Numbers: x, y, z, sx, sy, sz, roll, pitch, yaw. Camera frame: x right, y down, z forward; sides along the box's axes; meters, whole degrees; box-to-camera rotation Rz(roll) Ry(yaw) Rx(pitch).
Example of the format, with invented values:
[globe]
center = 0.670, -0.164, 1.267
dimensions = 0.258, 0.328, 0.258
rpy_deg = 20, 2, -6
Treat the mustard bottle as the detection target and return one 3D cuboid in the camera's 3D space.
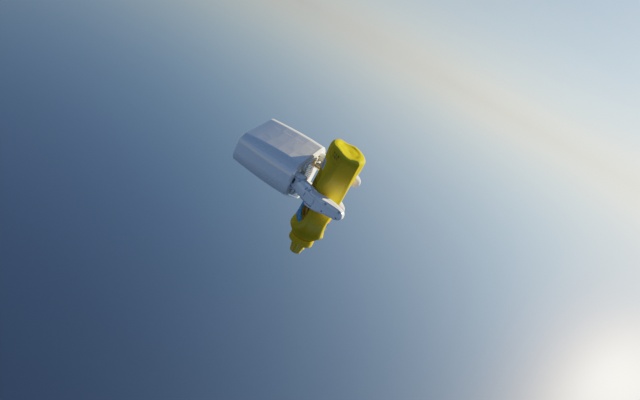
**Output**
[mustard bottle]
center = 0.001, 0.002, 0.746
dimensions = 0.058, 0.192, 0.096
rpy_deg = 25, 20, -12
